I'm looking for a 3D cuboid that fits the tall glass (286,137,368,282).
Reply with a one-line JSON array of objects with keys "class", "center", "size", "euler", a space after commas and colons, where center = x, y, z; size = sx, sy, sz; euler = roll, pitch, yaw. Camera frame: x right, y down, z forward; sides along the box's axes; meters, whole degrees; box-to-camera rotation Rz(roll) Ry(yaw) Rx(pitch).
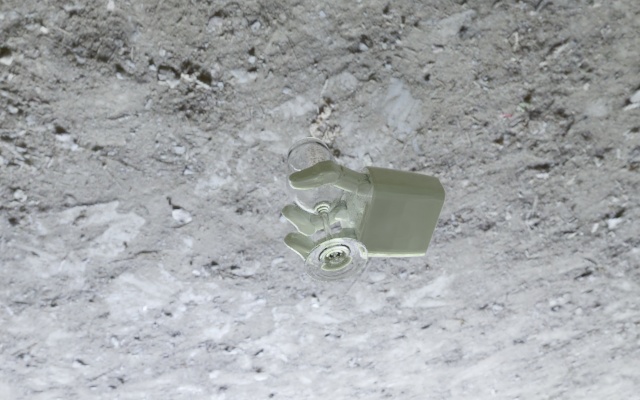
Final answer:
[{"class": "tall glass", "center": [0.000, 0.002, 0.611], "size": [0.079, 0.079, 0.200], "euler": [0, 43, -15]}]
